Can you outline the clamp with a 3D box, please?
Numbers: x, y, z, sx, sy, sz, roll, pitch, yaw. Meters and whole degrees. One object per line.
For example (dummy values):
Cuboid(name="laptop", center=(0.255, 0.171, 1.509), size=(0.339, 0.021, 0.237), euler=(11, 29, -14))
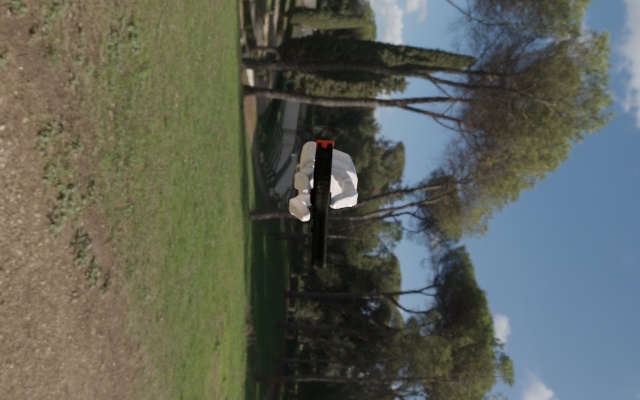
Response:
Cuboid(name="clamp", center=(0.001, 0.002, 0.825), size=(0.036, 0.210, 0.164), euler=(3, 27, -6))
